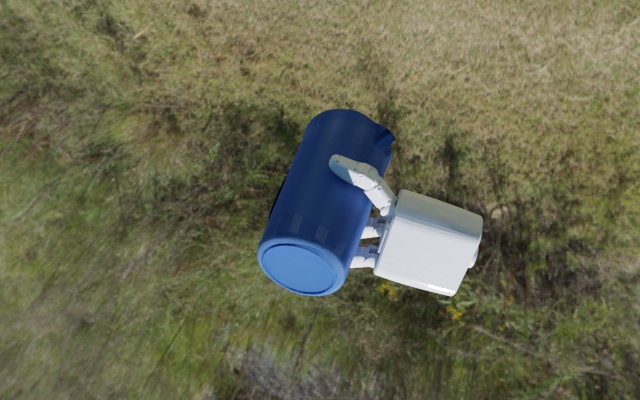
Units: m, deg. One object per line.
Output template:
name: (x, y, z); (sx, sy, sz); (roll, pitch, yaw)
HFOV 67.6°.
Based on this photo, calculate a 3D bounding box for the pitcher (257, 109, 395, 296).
pitcher: (0.000, 0.002, 0.631); (0.145, 0.242, 0.149); (18, -43, 5)
